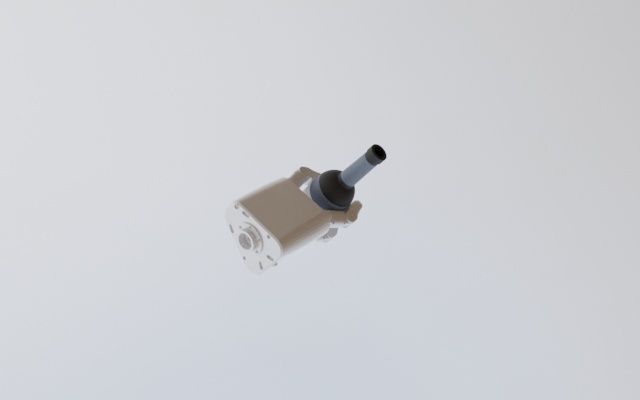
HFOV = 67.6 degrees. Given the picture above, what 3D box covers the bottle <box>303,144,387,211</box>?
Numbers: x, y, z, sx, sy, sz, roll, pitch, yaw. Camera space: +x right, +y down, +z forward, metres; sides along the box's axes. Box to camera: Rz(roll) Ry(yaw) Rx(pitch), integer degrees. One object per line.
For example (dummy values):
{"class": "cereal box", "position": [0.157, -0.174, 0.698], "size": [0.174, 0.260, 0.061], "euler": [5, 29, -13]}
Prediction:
{"class": "bottle", "position": [0.000, 0.003, 0.768], "size": [0.069, 0.069, 0.296], "euler": [0, -29, -40]}
